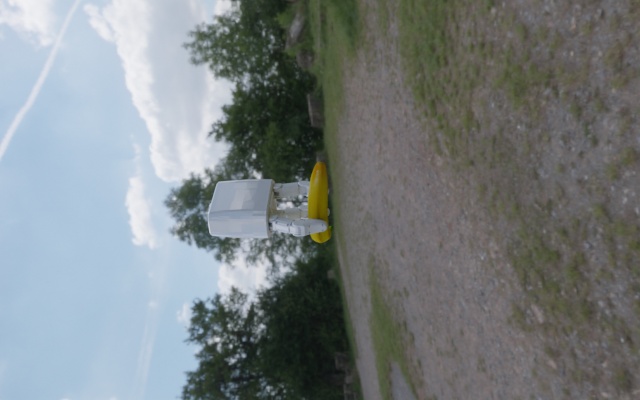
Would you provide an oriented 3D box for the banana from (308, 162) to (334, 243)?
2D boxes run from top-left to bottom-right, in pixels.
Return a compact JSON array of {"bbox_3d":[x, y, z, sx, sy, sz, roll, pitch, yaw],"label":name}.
[{"bbox_3d":[-0.002,0.020,0.850,0.037,0.069,0.198,3,-38,7],"label":"banana"}]
